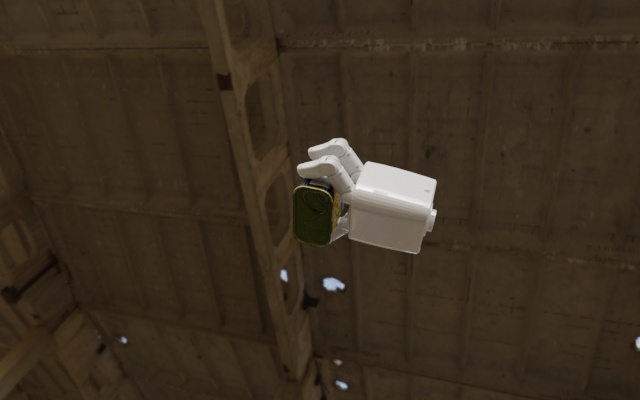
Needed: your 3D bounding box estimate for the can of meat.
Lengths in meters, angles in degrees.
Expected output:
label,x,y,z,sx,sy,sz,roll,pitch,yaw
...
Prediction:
label,x,y,z,sx,sy,sz,roll,pitch,yaw
can of meat,0.000,0.002,0.698,0.057,0.102,0.084,12,37,13
